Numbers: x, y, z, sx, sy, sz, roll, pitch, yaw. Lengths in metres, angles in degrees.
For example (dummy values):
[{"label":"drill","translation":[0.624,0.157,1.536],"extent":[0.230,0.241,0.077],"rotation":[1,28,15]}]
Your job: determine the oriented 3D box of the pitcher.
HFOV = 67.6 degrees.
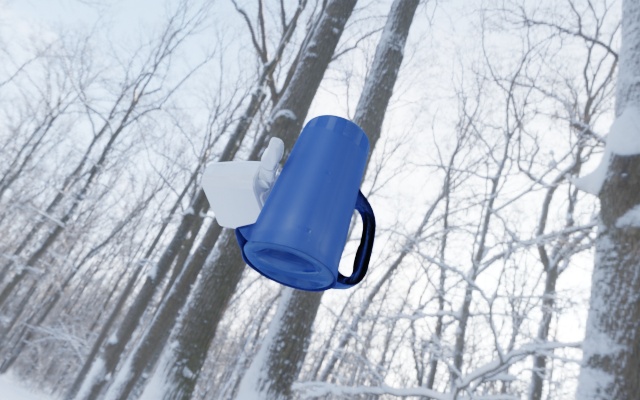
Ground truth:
[{"label":"pitcher","translation":[0.000,0.002,0.685],"extent":[0.145,0.242,0.149],"rotation":[2,-35,28]}]
